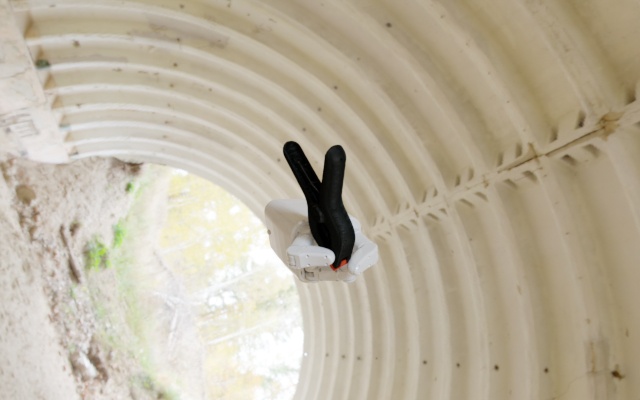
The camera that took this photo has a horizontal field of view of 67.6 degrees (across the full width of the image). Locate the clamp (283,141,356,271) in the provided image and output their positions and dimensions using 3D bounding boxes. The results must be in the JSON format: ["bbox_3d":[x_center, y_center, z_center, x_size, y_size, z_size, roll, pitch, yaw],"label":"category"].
[{"bbox_3d":[0.001,0.002,0.595,0.039,0.171,0.120,-18,27,-23],"label":"clamp"}]
